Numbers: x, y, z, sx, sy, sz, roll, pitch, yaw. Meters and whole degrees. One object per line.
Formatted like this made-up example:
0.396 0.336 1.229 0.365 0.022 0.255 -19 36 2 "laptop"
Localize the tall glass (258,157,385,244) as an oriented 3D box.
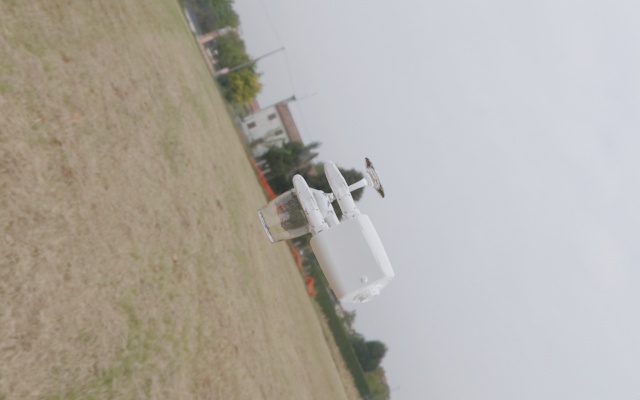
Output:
0.001 0.002 0.788 0.201 0.079 0.079 -24 1 -3 "tall glass"
